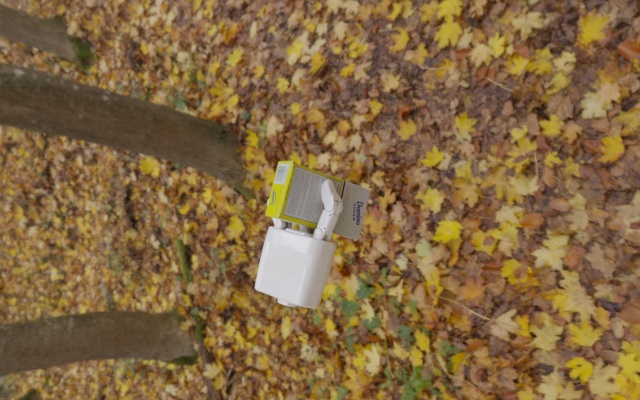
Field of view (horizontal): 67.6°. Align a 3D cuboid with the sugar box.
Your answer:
[{"bbox_3d":[0.000,0.003,0.796,0.176,0.093,0.048,19,-7,-40],"label":"sugar box"}]
